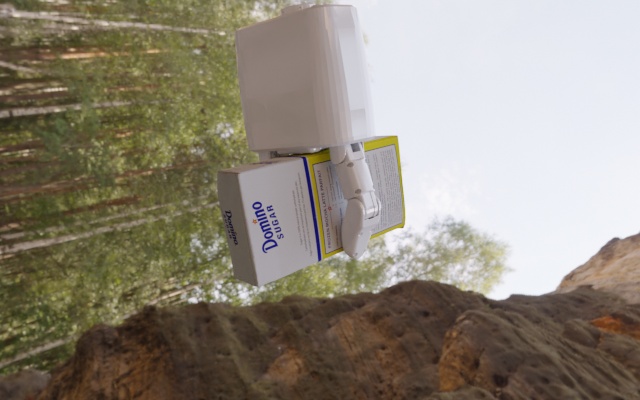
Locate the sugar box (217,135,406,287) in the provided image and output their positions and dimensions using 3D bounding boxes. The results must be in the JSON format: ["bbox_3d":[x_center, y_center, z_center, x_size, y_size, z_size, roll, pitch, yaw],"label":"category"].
[{"bbox_3d":[0.000,0.001,0.422,0.176,0.093,0.048,-16,14,-35],"label":"sugar box"}]
